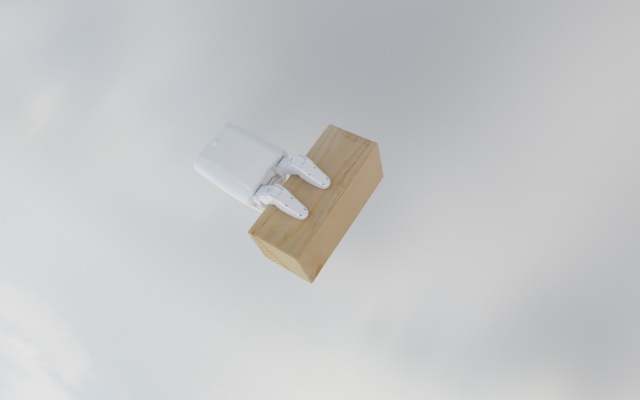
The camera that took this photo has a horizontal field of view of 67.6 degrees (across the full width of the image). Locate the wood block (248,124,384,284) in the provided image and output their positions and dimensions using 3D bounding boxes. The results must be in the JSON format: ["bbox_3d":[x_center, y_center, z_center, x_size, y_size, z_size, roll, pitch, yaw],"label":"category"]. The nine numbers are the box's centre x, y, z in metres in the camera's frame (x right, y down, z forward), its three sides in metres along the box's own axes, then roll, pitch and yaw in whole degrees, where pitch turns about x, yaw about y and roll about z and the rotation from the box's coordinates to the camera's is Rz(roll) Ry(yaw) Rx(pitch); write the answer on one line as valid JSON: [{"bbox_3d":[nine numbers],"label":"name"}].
[{"bbox_3d":[0.000,0.002,0.701,0.090,0.206,0.091,26,-21,25],"label":"wood block"}]
